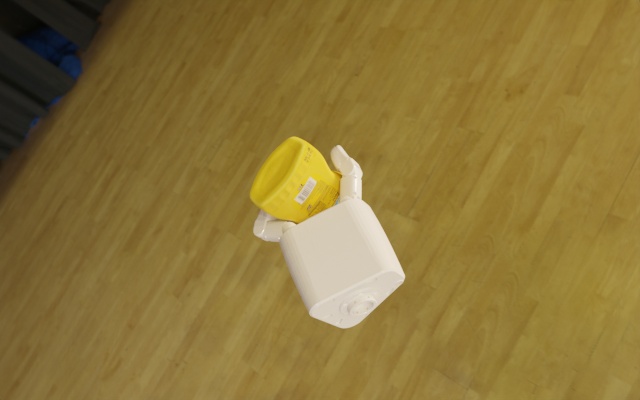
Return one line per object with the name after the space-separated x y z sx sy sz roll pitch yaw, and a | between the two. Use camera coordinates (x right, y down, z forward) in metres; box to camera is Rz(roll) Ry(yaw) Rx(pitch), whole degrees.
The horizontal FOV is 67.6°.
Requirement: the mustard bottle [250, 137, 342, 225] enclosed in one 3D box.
0.000 0.002 0.627 0.058 0.096 0.192 32 -2 42 | mustard bottle
